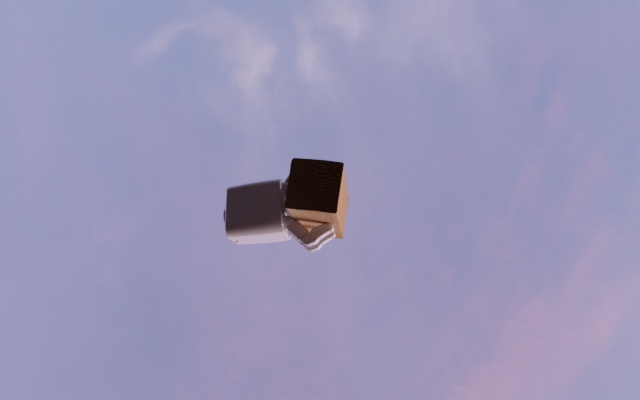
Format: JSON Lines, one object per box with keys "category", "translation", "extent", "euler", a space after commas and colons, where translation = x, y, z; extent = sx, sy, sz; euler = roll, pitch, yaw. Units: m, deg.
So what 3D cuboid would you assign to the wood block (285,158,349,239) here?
{"category": "wood block", "translation": [0.000, 0.003, 0.878], "extent": [0.090, 0.090, 0.206], "euler": [6, -15, 7]}
